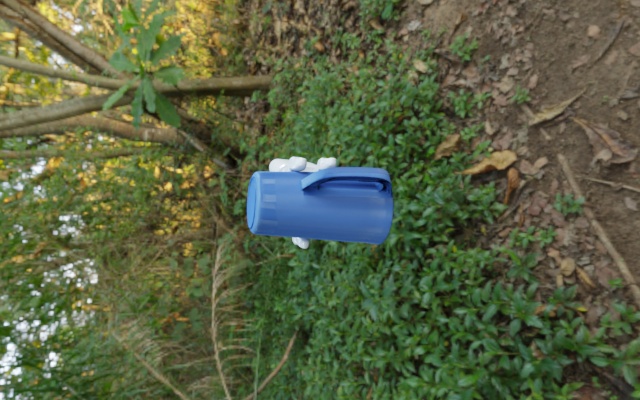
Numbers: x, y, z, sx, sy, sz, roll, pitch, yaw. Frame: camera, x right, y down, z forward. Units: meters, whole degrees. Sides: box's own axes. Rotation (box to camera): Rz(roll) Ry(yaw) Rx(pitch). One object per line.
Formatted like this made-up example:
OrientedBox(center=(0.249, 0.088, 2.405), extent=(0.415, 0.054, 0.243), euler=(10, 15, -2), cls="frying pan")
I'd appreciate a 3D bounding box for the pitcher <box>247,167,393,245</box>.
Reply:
OrientedBox(center=(0.000, 0.003, 0.840), extent=(0.243, 0.149, 0.145), euler=(3, 12, -17), cls="pitcher")
